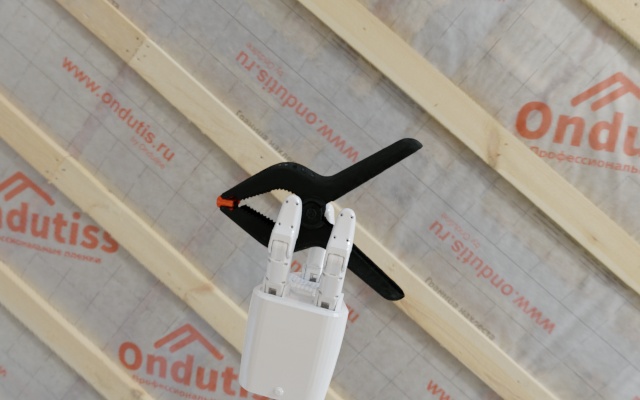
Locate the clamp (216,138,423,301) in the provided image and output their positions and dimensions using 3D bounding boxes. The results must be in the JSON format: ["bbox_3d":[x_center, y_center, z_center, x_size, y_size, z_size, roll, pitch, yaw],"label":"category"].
[{"bbox_3d":[0.000,0.002,0.490,0.210,0.164,0.036,13,7,7],"label":"clamp"}]
